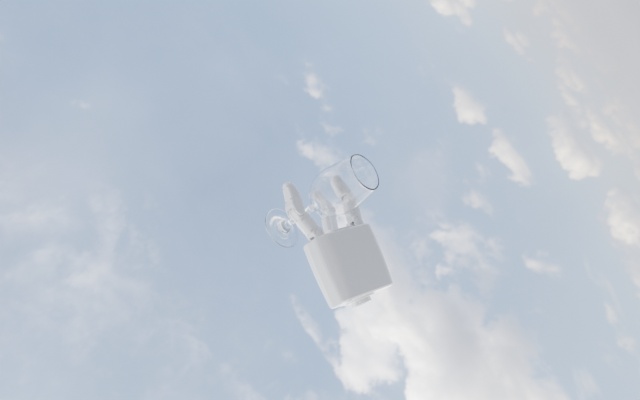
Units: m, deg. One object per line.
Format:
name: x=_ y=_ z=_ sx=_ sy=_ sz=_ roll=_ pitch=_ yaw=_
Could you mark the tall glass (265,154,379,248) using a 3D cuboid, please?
tall glass: x=0.000 y=0.003 z=0.768 sx=0.079 sy=0.079 sz=0.201 roll=0 pitch=-28 yaw=-48
